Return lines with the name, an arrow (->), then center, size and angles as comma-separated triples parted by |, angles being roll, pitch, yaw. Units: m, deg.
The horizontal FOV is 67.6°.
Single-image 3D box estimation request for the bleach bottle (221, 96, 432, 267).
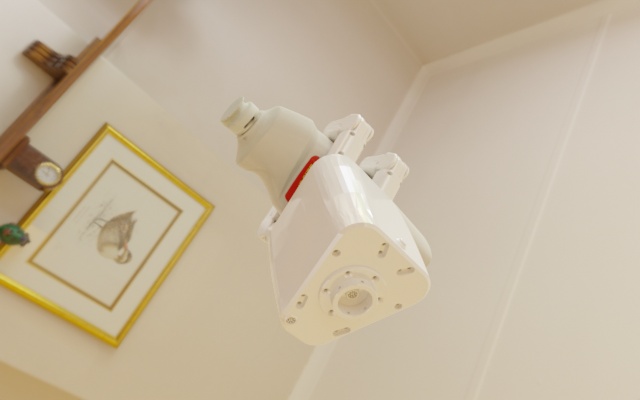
bleach bottle -> 0.000, 0.001, 0.469 | 0.251, 0.102, 0.068 | 42, 16, -27
